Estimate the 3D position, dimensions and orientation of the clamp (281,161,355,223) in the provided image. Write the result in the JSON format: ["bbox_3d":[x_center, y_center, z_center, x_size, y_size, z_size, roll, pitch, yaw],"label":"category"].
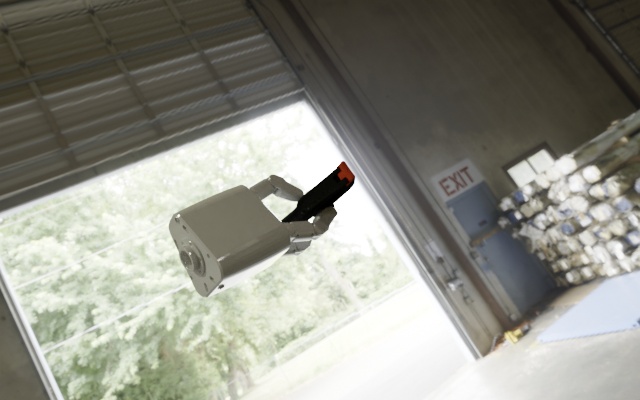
[{"bbox_3d":[0.000,0.001,0.705,0.164,0.036,0.210,-29,-11,-41],"label":"clamp"}]
